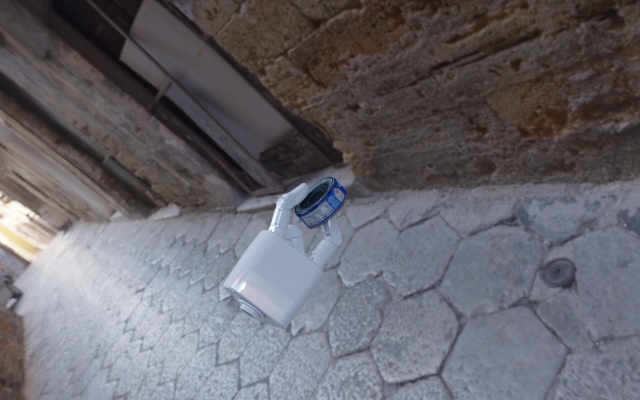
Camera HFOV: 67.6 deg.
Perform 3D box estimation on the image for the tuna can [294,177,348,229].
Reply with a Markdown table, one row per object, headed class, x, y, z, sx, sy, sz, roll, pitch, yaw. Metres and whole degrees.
| class | x | y | z | sx | sy | sz | roll | pitch | yaw |
| --- | --- | --- | --- | --- | --- | --- | --- | --- | --- |
| tuna can | 0.000 | 0.002 | 0.750 | 0.034 | 0.086 | 0.086 | 47 | -19 | -18 |
